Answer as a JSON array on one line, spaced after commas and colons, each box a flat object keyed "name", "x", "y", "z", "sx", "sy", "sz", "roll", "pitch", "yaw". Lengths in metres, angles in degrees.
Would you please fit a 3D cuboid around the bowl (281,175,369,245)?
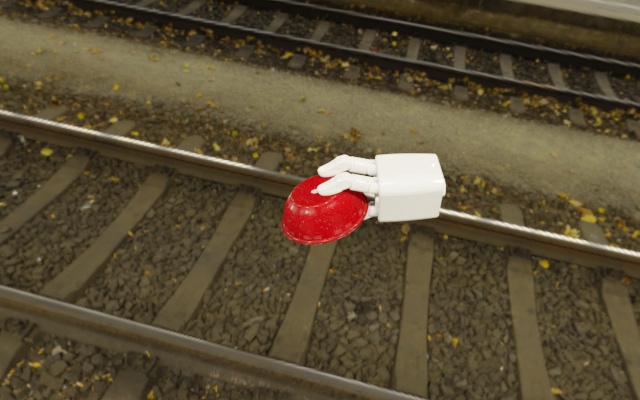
[{"name": "bowl", "x": -0.001, "y": 0.003, "z": 0.835, "sx": 0.162, "sy": 0.055, "sz": 0.162, "roll": -13, "pitch": 36, "yaw": 10}]
